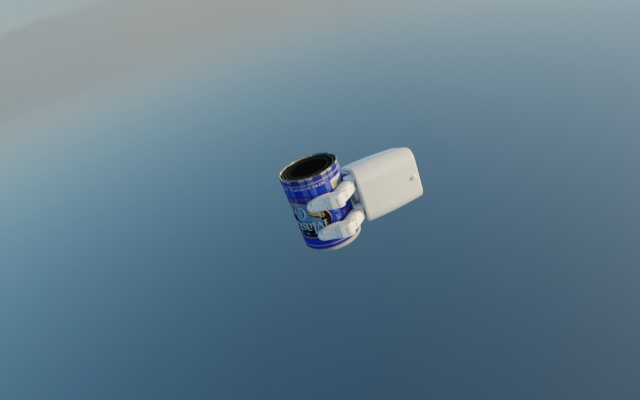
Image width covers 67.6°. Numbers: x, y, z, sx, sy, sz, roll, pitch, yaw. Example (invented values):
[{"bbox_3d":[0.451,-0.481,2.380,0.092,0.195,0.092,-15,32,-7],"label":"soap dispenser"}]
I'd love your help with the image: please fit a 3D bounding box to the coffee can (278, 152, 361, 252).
[{"bbox_3d":[0.000,0.003,0.819,0.103,0.140,0.102,-17,25,8],"label":"coffee can"}]
